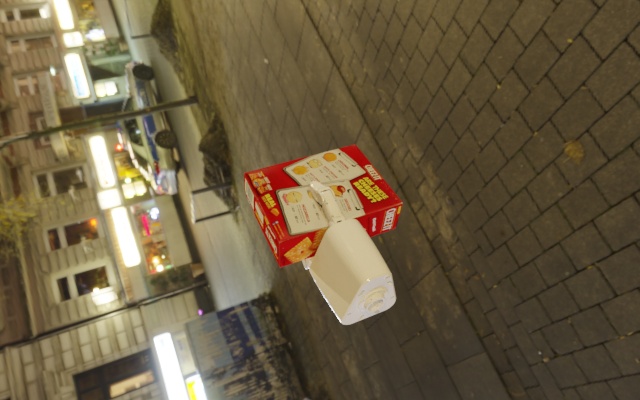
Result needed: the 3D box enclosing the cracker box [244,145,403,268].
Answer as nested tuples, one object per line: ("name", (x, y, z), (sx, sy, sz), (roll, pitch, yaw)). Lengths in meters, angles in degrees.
("cracker box", (0.000, 0.003, 0.794), (0.213, 0.072, 0.164), (-16, 49, -20))
